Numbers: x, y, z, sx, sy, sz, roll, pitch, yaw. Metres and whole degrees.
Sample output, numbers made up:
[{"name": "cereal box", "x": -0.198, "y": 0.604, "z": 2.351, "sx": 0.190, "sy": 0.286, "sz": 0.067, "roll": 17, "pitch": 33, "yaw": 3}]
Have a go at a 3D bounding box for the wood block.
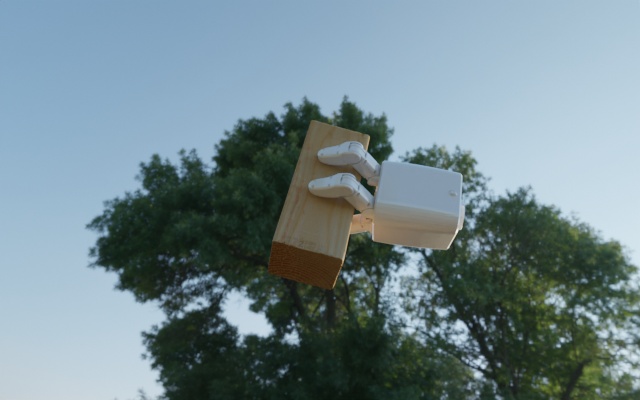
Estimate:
[{"name": "wood block", "x": 0.000, "y": 0.002, "z": 0.652, "sx": 0.090, "sy": 0.206, "sz": 0.091, "roll": 15, "pitch": -36, "yaw": 0}]
